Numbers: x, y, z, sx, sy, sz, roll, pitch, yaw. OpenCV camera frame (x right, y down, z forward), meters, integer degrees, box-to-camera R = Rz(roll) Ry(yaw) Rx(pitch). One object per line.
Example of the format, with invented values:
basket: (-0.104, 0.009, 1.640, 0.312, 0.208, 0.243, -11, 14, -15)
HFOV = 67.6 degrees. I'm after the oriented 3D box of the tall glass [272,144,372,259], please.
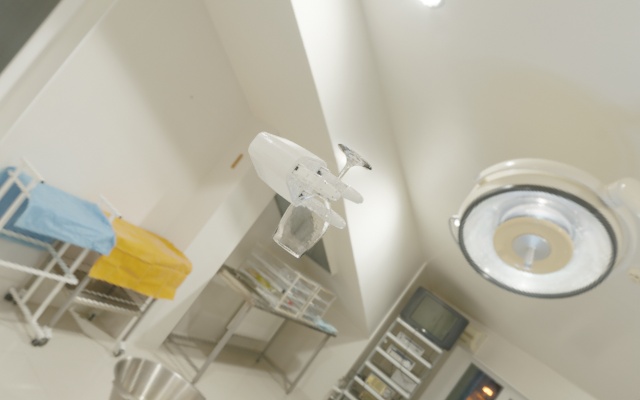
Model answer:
tall glass: (0.001, 0.002, 0.826, 0.079, 0.201, 0.079, 37, -4, 3)
